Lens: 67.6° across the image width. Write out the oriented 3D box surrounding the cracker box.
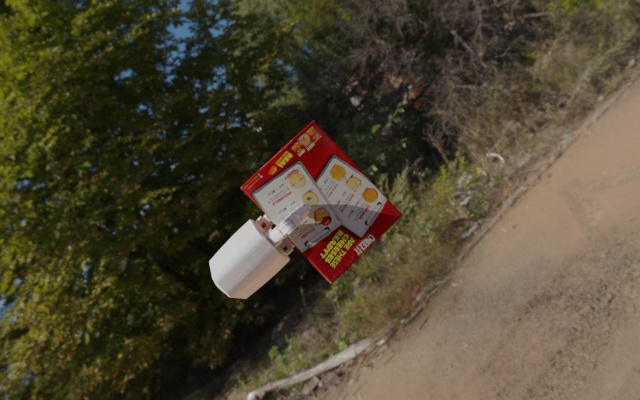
[{"bbox_3d":[0.000,0.002,0.795,0.164,0.214,0.072,-43,3,-4],"label":"cracker box"}]
